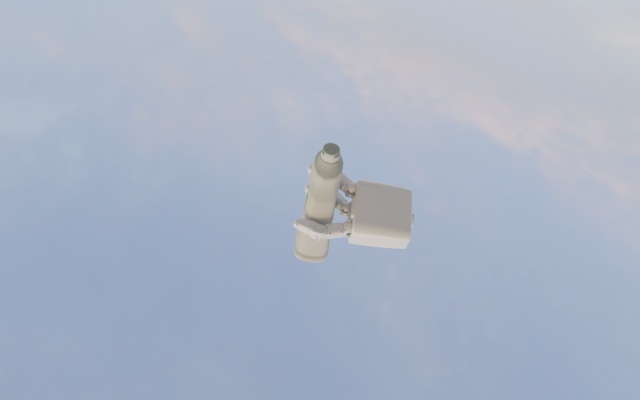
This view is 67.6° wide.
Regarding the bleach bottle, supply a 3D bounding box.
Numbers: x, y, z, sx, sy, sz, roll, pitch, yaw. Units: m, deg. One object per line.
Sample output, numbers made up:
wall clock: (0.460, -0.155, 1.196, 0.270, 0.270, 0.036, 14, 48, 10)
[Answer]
bleach bottle: (0.000, 0.003, 0.861, 0.068, 0.102, 0.251, 9, -41, -3)
